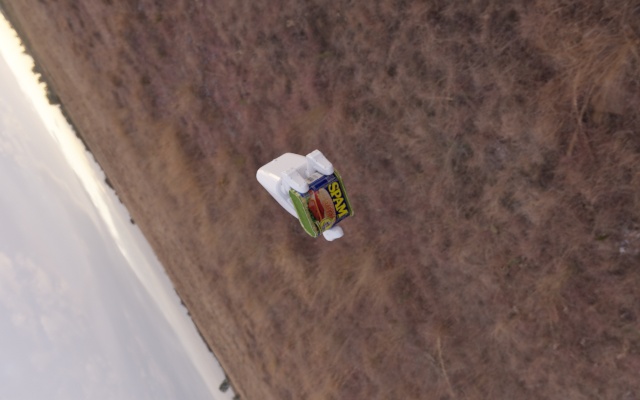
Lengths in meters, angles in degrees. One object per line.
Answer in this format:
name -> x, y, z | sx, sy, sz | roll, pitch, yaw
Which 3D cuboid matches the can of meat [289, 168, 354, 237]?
can of meat -> 0.000, 0.003, 0.835 | 0.084, 0.102, 0.057 | -32, 32, -18
